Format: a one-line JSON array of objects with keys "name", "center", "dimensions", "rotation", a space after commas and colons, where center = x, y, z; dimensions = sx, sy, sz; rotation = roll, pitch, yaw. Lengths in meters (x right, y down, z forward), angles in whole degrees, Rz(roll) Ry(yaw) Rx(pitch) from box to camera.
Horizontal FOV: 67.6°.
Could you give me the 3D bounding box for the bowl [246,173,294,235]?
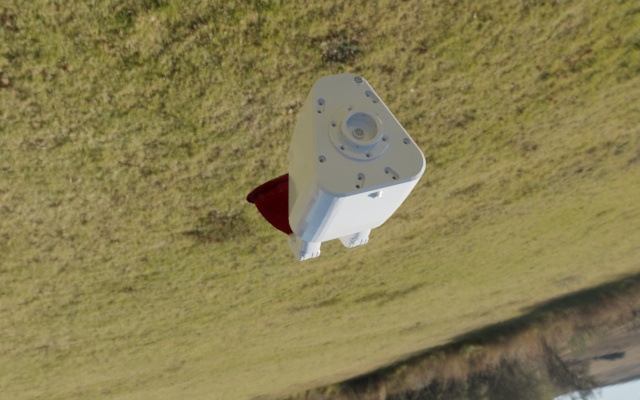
[{"name": "bowl", "center": [0.000, 0.002, 0.548], "dimensions": [0.162, 0.055, 0.162], "rotation": [-16, -8, -2]}]
